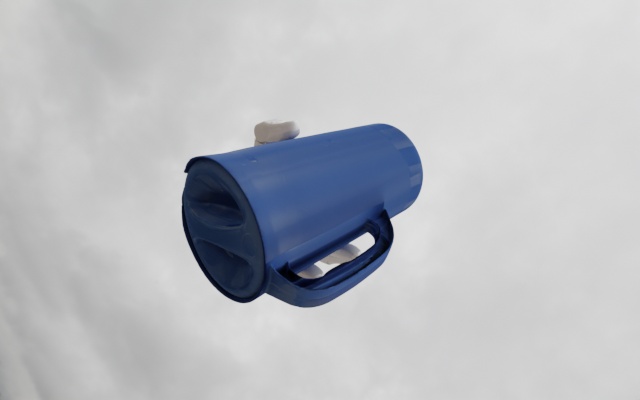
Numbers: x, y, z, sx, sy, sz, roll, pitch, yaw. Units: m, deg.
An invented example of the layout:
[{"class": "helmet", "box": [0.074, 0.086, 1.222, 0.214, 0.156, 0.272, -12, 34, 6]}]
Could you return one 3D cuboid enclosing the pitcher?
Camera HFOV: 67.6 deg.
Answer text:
[{"class": "pitcher", "box": [0.000, 0.002, 0.478, 0.243, 0.149, 0.145, -21, 5, -39]}]
